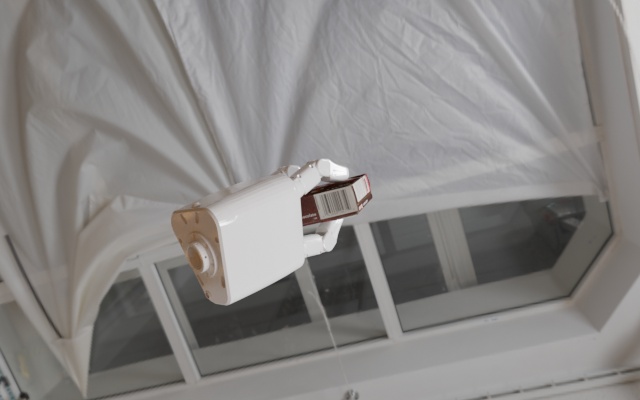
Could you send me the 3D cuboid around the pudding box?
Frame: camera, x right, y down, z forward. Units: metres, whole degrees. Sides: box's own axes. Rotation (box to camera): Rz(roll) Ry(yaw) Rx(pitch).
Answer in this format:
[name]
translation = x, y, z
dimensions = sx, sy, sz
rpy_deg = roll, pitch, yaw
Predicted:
[pudding box]
translation = 0.000, 0.002, 0.588
dimensions = 0.113, 0.039, 0.090
rpy_deg = -12, 9, 18
